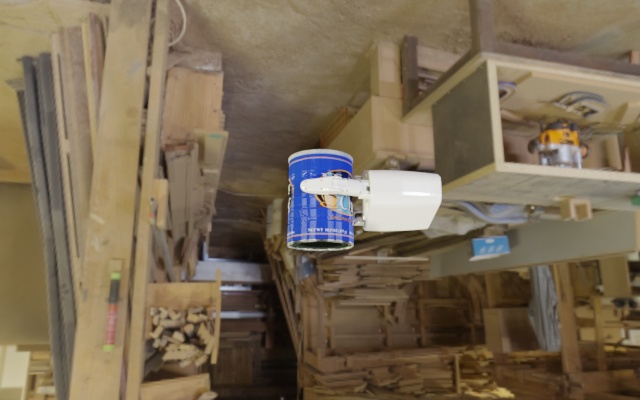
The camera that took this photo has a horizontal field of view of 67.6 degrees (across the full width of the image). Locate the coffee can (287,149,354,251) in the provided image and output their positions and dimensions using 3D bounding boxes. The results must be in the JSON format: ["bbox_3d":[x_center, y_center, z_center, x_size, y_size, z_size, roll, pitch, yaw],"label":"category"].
[{"bbox_3d":[0.000,0.002,0.745,0.103,0.140,0.103,0,-13,0],"label":"coffee can"}]
